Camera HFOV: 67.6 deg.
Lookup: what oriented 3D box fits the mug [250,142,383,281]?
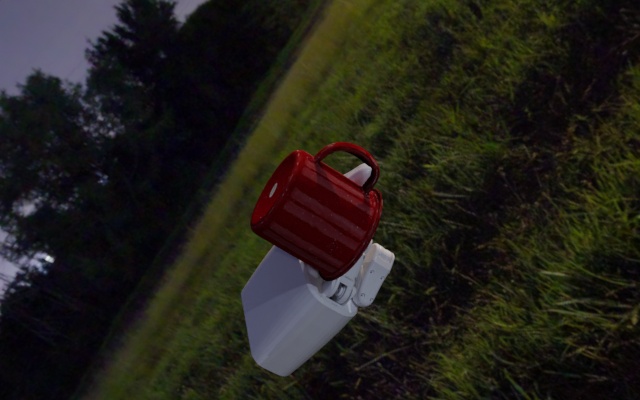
[{"bbox_3d":[0.001,0.000,0.407,0.081,0.117,0.093,31,24,-18],"label":"mug"}]
